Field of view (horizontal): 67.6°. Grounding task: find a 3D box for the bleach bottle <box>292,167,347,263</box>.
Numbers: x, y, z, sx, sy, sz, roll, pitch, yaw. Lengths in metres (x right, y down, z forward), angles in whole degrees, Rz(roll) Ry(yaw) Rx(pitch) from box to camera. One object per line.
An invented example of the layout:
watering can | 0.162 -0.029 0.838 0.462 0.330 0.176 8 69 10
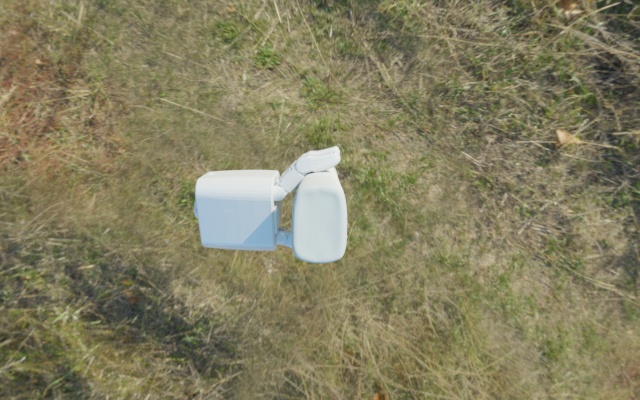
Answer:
bleach bottle | 0.000 0.002 0.693 0.068 0.102 0.250 1 12 0
